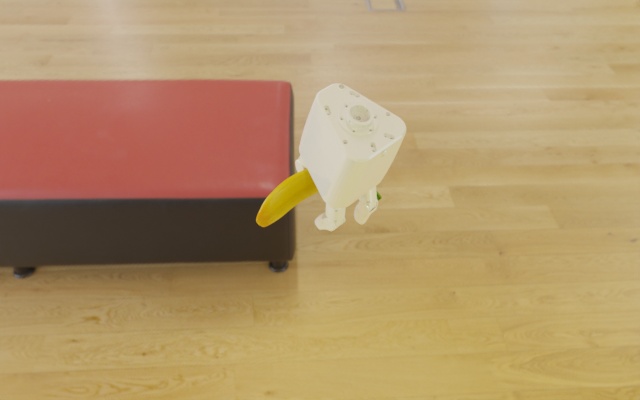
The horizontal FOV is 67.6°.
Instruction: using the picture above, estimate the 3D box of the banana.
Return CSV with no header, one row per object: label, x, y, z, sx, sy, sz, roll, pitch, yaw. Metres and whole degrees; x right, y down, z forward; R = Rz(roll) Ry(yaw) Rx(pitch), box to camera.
banana,-0.002,-0.016,0.674,0.198,0.069,0.037,-12,-7,-23
